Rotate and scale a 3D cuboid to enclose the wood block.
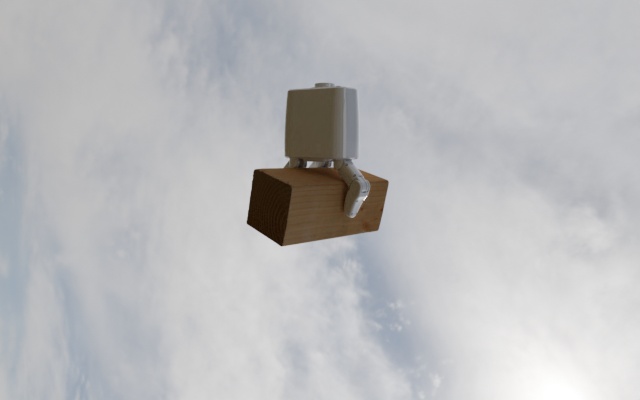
[{"bbox_3d":[0.000,0.002,0.740,0.206,0.090,0.090,-5,22,-43],"label":"wood block"}]
